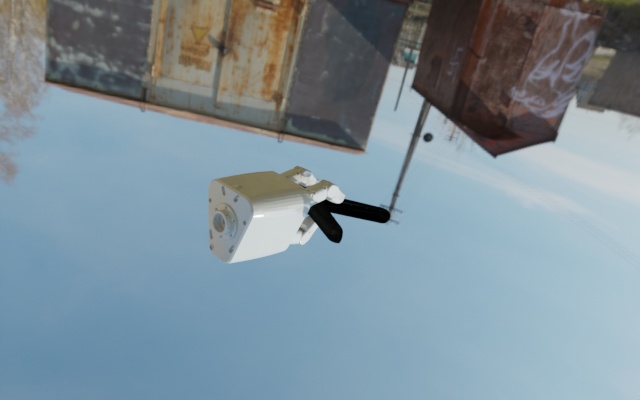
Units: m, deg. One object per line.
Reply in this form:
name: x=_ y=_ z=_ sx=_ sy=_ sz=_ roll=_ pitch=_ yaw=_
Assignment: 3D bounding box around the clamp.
clamp: x=-0.001 y=0.003 z=0.766 sx=0.210 sy=0.036 sz=0.164 roll=29 pitch=22 yaw=34
